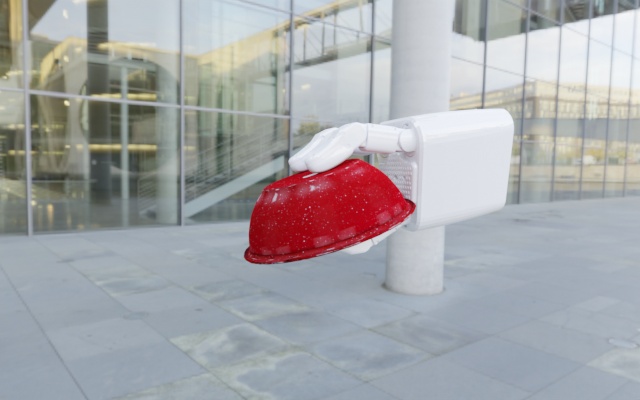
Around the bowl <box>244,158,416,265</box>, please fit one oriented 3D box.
[{"bbox_3d":[-0.001,0.001,0.430,0.162,0.055,0.162,-17,9,3],"label":"bowl"}]
